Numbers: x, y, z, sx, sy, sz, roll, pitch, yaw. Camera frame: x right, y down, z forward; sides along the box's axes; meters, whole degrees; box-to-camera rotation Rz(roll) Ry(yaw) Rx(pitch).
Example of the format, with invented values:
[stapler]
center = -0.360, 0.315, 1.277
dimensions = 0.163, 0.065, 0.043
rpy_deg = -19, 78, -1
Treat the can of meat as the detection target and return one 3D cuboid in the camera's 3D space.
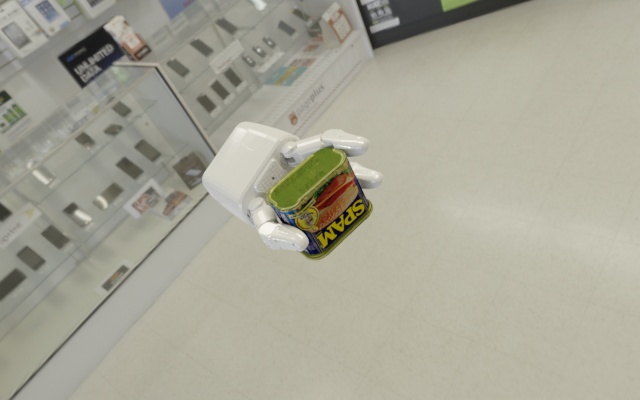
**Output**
[can of meat]
center = 0.000, 0.002, 0.535
dimensions = 0.102, 0.084, 0.057
rpy_deg = -42, 40, -15
